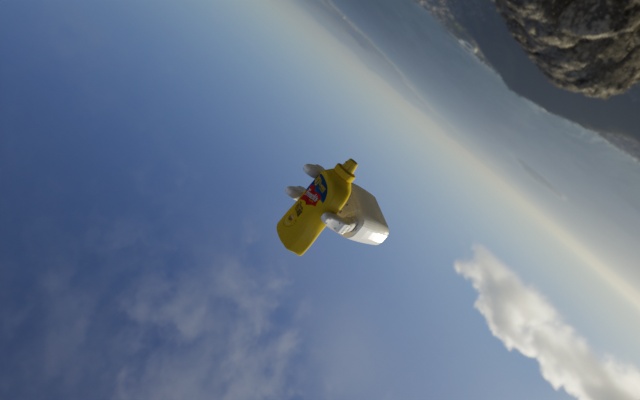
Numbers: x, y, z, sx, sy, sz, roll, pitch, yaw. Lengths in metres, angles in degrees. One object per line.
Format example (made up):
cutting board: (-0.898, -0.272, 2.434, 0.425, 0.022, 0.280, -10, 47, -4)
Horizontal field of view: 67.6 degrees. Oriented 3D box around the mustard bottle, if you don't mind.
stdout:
mustard bottle: (0.000, 0.003, 0.857, 0.058, 0.192, 0.096, 33, 17, -28)
